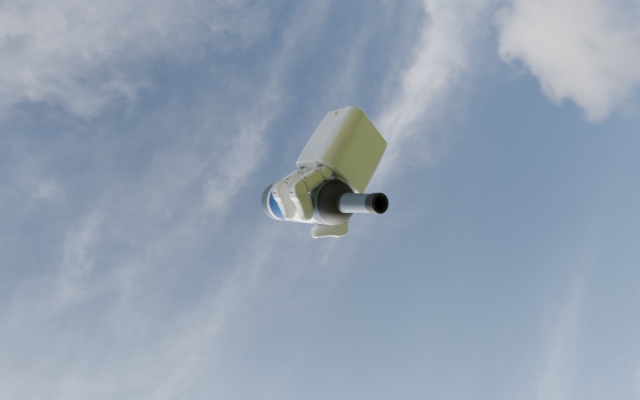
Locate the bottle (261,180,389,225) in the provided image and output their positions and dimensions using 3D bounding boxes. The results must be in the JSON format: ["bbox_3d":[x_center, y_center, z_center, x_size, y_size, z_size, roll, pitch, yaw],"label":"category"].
[{"bbox_3d":[0.000,0.002,0.729,0.069,0.069,0.295,0,0,-31],"label":"bottle"}]
